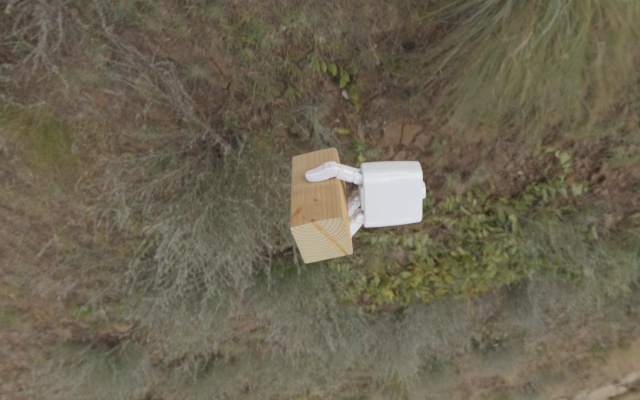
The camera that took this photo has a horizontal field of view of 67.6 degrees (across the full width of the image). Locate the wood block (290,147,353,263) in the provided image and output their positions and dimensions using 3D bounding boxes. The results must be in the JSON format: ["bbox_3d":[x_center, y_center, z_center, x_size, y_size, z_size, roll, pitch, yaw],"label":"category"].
[{"bbox_3d":[0.000,0.003,0.876,0.090,0.091,0.206,-12,38,7],"label":"wood block"}]
